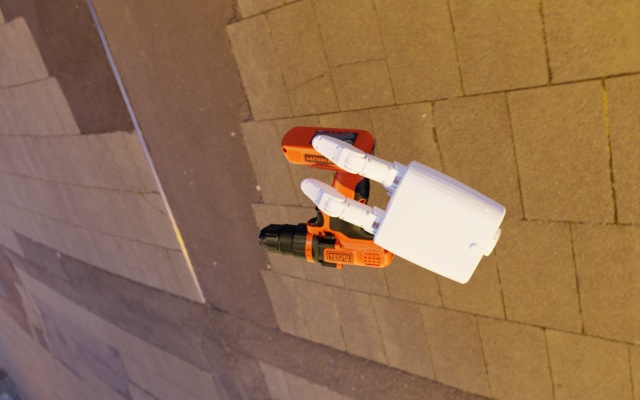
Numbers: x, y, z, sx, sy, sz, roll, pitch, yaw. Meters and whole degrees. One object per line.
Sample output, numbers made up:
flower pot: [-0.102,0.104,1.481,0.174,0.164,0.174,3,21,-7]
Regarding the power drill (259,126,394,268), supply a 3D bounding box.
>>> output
power drill: [0.000,0.002,0.597,0.184,0.188,0.057,4,38,13]
